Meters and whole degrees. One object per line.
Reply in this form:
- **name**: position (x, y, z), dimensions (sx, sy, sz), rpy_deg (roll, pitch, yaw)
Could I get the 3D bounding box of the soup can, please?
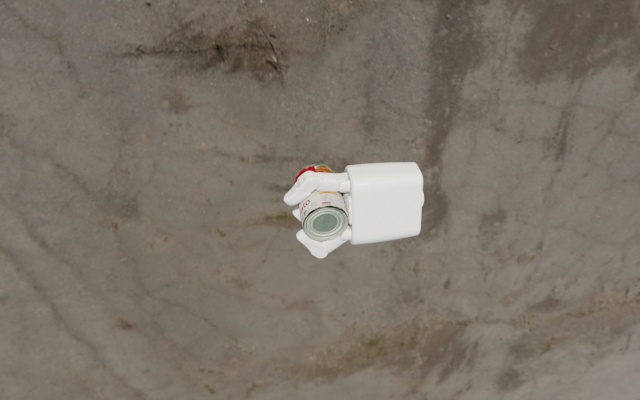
- **soup can**: position (0.000, 0.002, 0.711), dimensions (0.068, 0.069, 0.102), rpy_deg (0, 40, -12)
